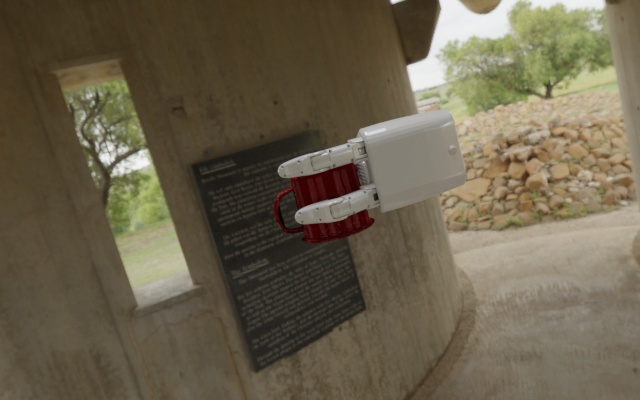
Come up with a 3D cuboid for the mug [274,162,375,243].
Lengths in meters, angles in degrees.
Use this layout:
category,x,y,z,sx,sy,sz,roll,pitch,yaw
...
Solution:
category,x,y,z,sx,sy,sz,roll,pitch,yaw
mug,-0.001,0.002,0.582,0.117,0.081,0.093,-16,8,-6
